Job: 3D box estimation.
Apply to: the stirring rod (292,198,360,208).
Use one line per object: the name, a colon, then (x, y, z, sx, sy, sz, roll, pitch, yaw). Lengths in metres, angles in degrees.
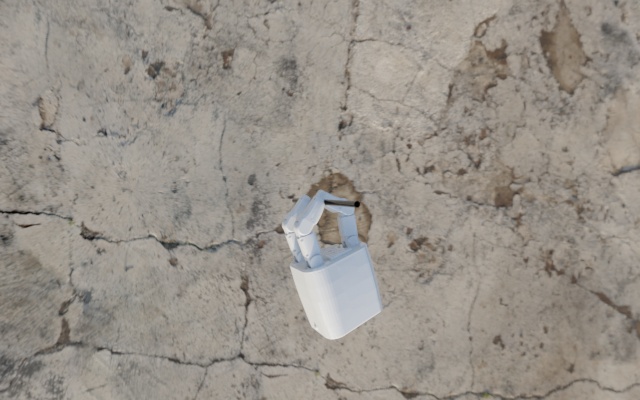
stirring rod: (0.000, 0.002, 0.676, 0.011, 0.011, 0.239, 0, 1, -21)
